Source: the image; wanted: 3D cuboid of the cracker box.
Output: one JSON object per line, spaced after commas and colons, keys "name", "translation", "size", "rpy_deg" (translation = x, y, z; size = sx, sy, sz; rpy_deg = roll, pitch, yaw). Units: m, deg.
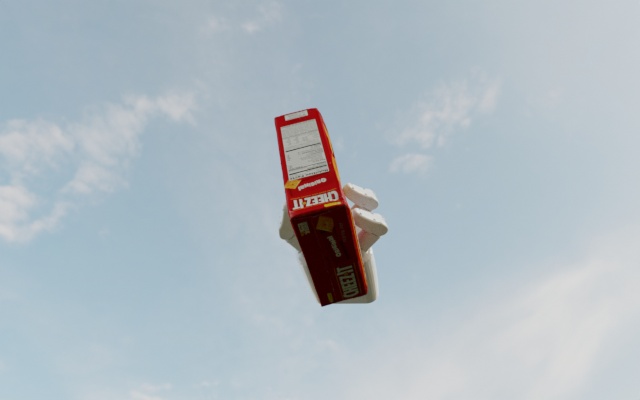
{"name": "cracker box", "translation": [0.000, 0.002, 0.632], "size": [0.072, 0.164, 0.213], "rpy_deg": [-15, 41, 2]}
